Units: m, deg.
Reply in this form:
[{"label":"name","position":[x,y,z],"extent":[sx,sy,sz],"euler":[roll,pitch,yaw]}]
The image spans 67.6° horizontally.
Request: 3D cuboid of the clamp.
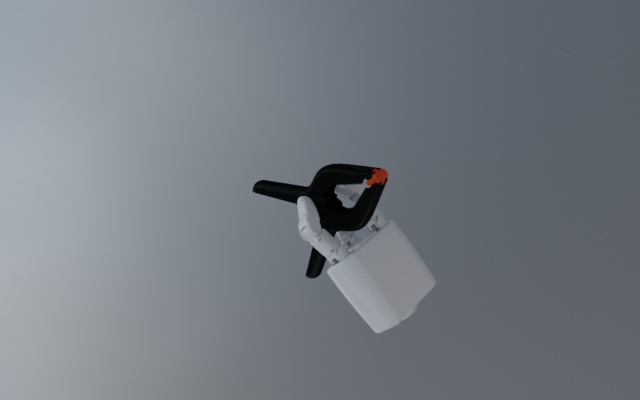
[{"label":"clamp","position":[0.000,0.002,0.647],"extent":[0.210,0.164,0.036],"euler":[-40,-3,40]}]
